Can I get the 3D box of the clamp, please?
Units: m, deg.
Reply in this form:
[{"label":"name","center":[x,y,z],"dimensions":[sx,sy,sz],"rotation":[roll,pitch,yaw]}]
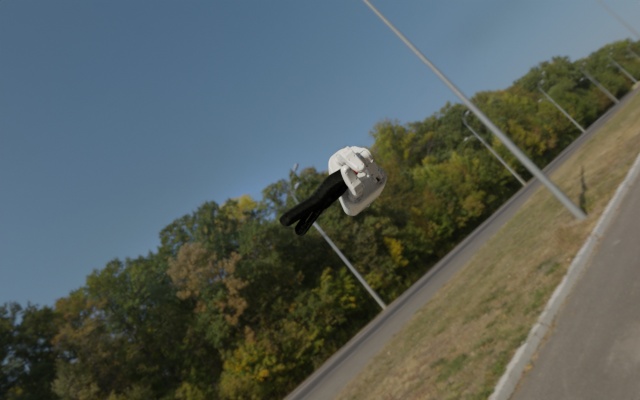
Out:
[{"label":"clamp","center":[0.000,0.002,0.894],"dimensions":[0.171,0.039,0.120],"rotation":[-38,-13,-8]}]
